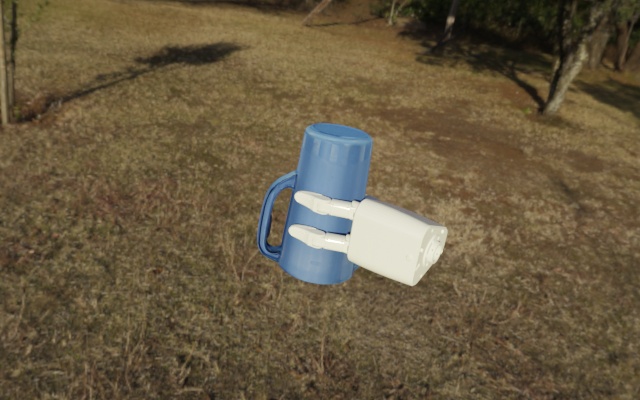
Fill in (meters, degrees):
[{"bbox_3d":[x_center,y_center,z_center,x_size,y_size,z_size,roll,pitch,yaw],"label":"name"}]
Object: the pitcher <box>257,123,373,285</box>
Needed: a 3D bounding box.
[{"bbox_3d":[0.000,0.003,0.776,0.145,0.243,0.149,23,24,33],"label":"pitcher"}]
